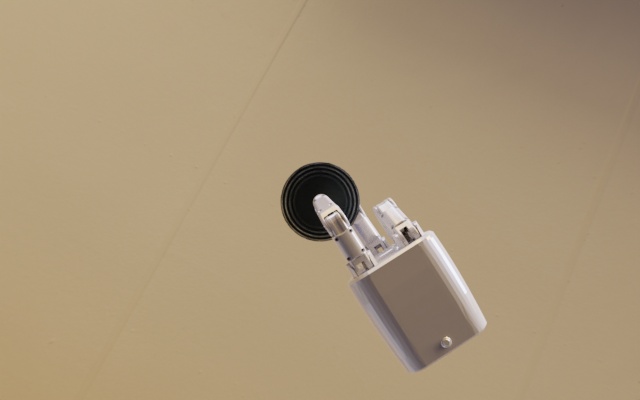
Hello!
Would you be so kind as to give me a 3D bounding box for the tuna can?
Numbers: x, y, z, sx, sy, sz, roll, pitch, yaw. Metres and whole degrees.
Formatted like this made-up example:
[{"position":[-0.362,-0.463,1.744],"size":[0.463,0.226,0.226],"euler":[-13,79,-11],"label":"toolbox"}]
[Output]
[{"position":[0.000,0.002,0.529],"size":[0.086,0.086,0.034],"euler":[0,-1,2],"label":"tuna can"}]
